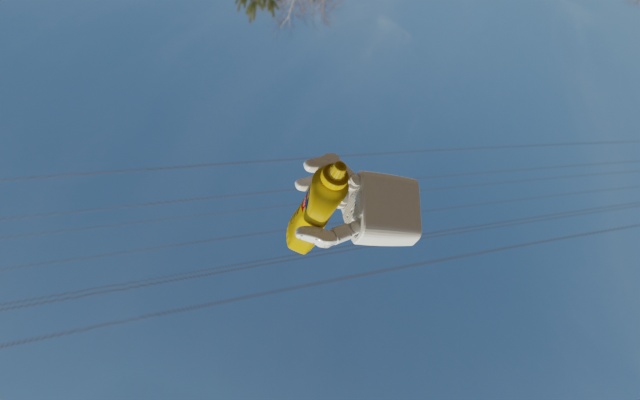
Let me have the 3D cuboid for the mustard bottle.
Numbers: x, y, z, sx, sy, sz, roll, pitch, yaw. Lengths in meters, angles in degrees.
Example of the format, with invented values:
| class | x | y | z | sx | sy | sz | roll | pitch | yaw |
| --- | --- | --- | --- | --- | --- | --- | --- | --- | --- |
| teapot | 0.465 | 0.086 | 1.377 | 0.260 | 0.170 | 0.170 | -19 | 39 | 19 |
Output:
| class | x | y | z | sx | sy | sz | roll | pitch | yaw |
| --- | --- | --- | --- | --- | --- | --- | --- | --- | --- |
| mustard bottle | 0.000 | 0.003 | 0.749 | 0.058 | 0.096 | 0.192 | 25 | -38 | -4 |
